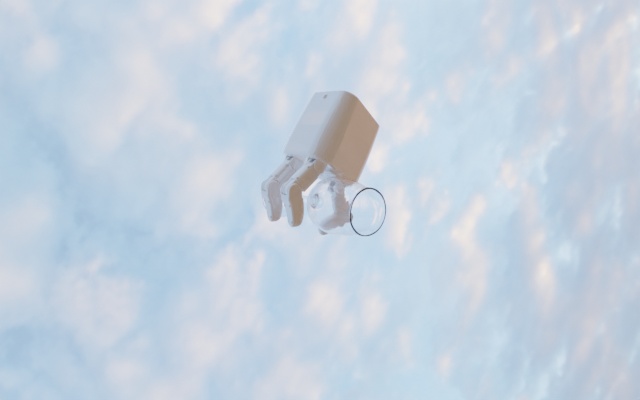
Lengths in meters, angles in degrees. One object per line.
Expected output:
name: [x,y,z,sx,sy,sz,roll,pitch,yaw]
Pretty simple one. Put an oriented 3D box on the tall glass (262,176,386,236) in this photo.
tall glass: [0.000,0.002,0.670,0.079,0.079,0.201,0,7,-37]
